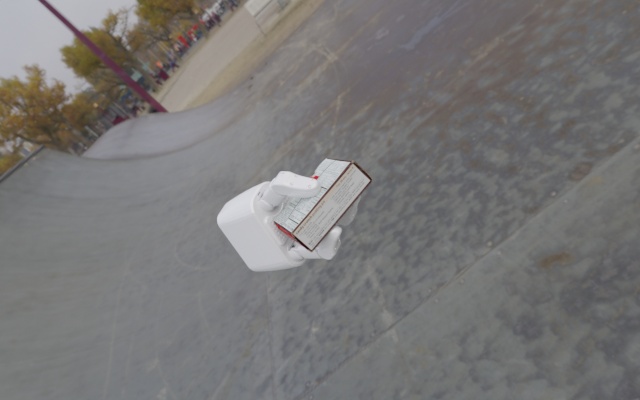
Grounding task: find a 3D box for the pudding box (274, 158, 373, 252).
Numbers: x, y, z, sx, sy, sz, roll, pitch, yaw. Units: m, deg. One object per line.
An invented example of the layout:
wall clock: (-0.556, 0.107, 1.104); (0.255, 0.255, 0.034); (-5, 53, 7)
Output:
pudding box: (0.000, 0.002, 0.574); (0.039, 0.113, 0.090); (41, -6, -20)
